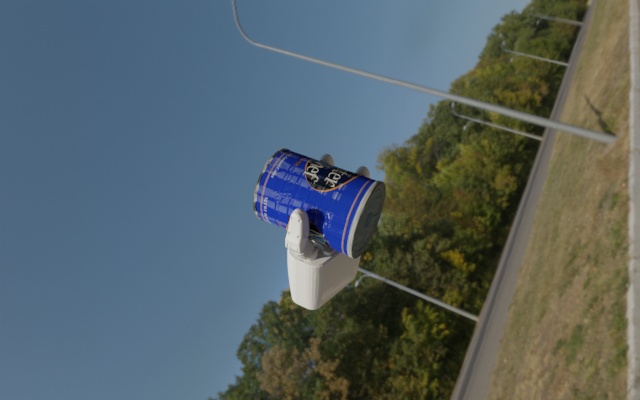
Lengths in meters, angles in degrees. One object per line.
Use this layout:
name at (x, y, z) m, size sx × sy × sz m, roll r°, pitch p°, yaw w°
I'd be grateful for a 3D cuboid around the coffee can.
coffee can at (0.000, 0.002, 0.618) m, size 0.140 × 0.103 × 0.103 m, roll 21°, pitch 7°, yaw 19°
